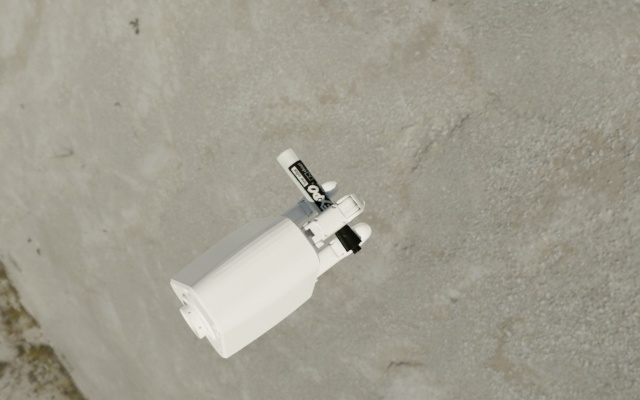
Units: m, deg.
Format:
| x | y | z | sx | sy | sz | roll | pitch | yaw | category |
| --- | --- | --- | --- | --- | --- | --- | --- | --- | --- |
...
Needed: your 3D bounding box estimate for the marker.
| x | y | z | sx | sy | sz | roll | pitch | yaw | category |
| --- | --- | --- | --- | --- | --- | --- | --- | --- | --- |
| 0.000 | 0.001 | 0.467 | 0.020 | 0.121 | 0.020 | -37 | -5 | -3 | marker |
